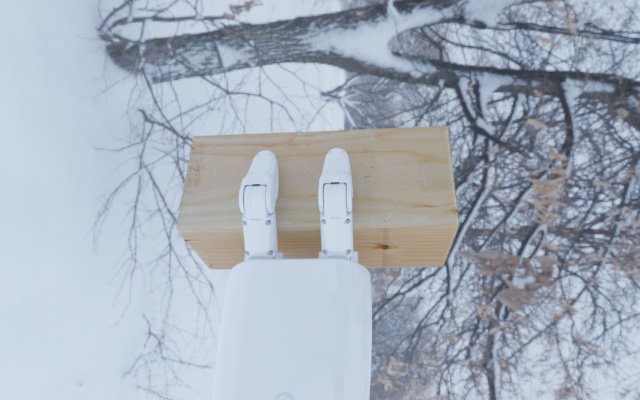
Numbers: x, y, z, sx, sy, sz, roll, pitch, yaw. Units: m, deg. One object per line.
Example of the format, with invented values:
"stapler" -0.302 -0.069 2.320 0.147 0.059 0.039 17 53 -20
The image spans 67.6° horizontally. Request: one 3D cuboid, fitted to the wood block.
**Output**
"wood block" 0.000 0.002 0.402 0.206 0.090 0.091 -1 -28 5
